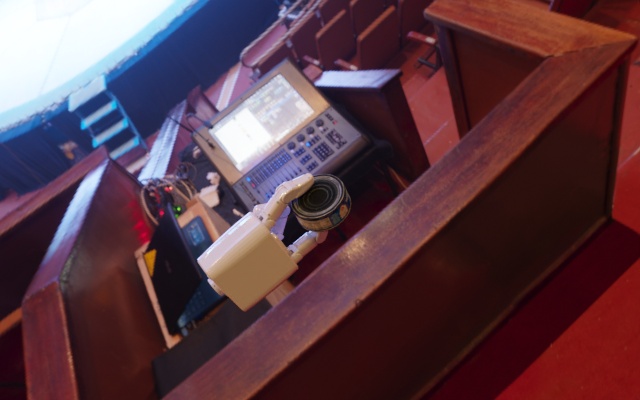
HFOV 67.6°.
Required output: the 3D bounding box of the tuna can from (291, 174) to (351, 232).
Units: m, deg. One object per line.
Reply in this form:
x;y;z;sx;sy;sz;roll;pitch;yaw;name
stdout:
0.000;0.002;0.705;0.086;0.086;0.034;0;-38;23;tuna can
